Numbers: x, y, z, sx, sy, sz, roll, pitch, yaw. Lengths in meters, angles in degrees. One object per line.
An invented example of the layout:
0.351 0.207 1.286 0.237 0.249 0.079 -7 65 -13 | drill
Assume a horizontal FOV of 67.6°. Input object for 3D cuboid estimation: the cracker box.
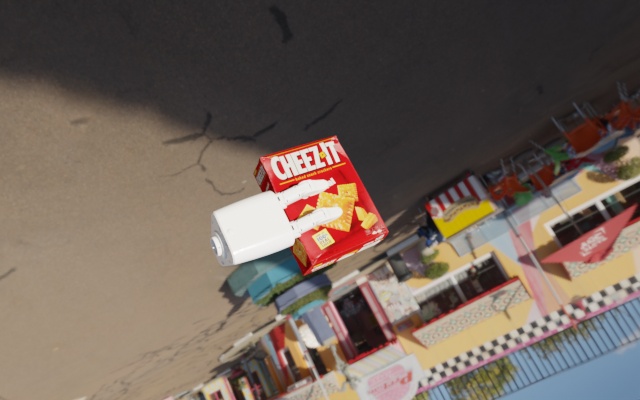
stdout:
0.000 0.003 0.857 0.164 0.213 0.072 -19 -17 -26 | cracker box
